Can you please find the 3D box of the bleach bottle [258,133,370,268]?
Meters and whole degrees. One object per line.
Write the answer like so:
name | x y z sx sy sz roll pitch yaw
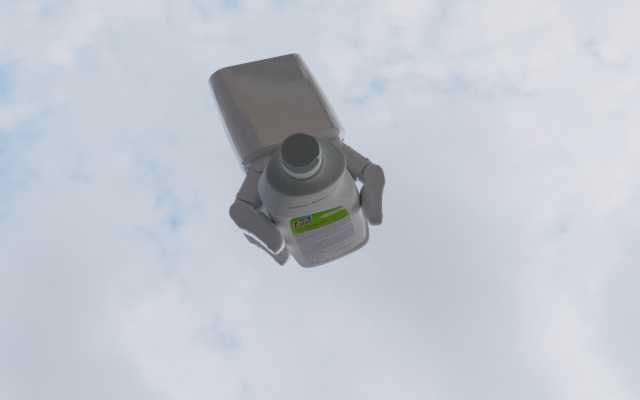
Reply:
bleach bottle | 0.000 0.002 0.466 0.102 0.068 0.251 -24 -19 -5
